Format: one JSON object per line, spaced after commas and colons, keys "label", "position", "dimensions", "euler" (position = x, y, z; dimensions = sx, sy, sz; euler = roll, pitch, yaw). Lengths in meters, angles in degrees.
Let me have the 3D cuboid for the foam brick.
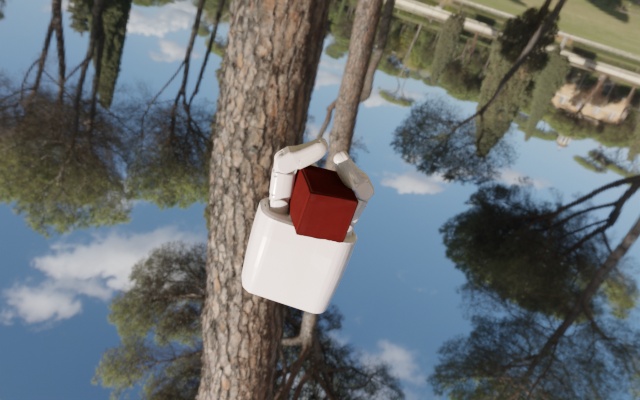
{"label": "foam brick", "position": [0.000, 0.002, 0.508], "dimensions": [0.053, 0.051, 0.078], "euler": [13, 22, -17]}
